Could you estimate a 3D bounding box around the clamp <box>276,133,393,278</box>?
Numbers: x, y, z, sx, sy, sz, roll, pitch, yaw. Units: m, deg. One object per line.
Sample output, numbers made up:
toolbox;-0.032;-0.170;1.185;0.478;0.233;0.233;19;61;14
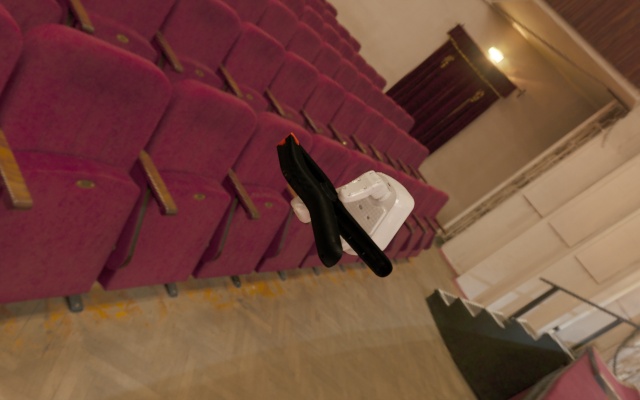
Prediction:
clamp;0.001;0.001;0.560;0.036;0.210;0.164;-39;-20;14
